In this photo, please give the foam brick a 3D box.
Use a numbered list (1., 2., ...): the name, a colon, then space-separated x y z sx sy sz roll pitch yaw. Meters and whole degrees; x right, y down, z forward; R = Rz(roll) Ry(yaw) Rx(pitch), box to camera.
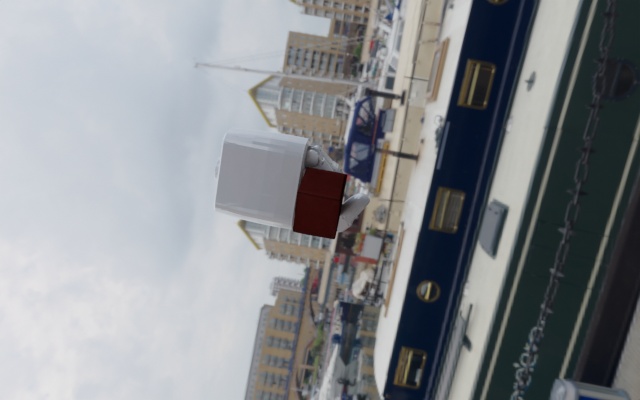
1. foam brick: 0.000 0.002 0.564 0.051 0.053 0.078 11 26 2
